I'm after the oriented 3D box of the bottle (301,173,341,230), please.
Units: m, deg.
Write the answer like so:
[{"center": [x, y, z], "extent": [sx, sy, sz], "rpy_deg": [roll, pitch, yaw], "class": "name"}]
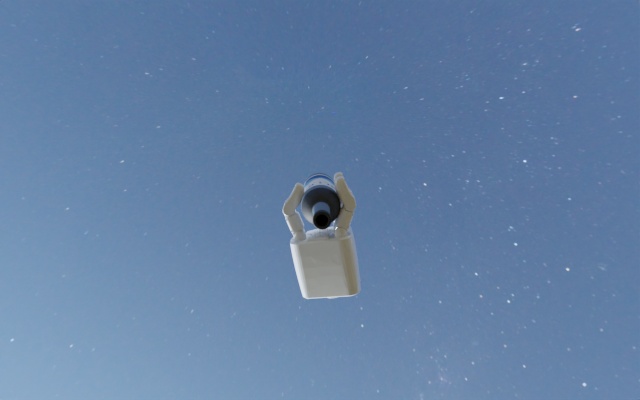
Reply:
[{"center": [0.000, 0.003, 0.835], "extent": [0.069, 0.069, 0.295], "rpy_deg": [0, 10, -1], "class": "bottle"}]
